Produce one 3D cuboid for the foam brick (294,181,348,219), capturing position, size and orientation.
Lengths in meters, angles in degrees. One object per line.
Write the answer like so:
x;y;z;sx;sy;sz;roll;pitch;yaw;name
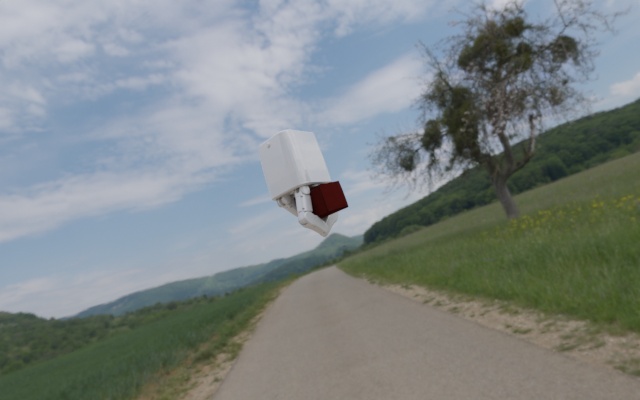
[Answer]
0.000;0.003;0.857;0.053;0.051;0.078;-11;-9;-43;foam brick
